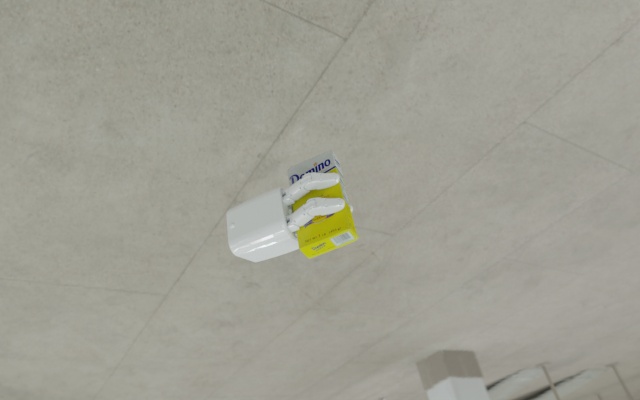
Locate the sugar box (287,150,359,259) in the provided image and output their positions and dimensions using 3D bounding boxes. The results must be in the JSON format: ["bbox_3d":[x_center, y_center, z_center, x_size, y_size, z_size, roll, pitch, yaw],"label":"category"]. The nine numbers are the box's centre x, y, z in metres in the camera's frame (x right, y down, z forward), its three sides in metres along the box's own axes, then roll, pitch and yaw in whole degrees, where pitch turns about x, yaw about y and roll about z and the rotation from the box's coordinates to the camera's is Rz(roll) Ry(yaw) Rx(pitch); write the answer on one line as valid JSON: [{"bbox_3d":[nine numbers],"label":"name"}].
[{"bbox_3d":[0.000,0.003,0.812,0.093,0.176,0.048,-22,-37,13],"label":"sugar box"}]
